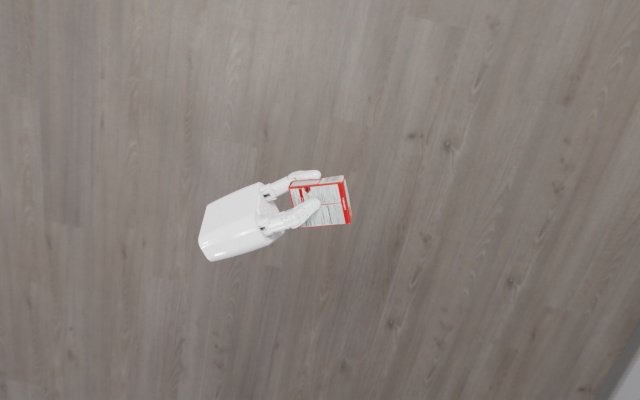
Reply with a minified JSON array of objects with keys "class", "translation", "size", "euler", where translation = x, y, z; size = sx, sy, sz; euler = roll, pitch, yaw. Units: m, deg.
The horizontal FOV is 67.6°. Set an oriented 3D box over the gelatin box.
[{"class":"gelatin box","translation":[0.000,0.003,0.748],"size":[0.089,0.073,0.030],"euler":[-6,24,15]}]
